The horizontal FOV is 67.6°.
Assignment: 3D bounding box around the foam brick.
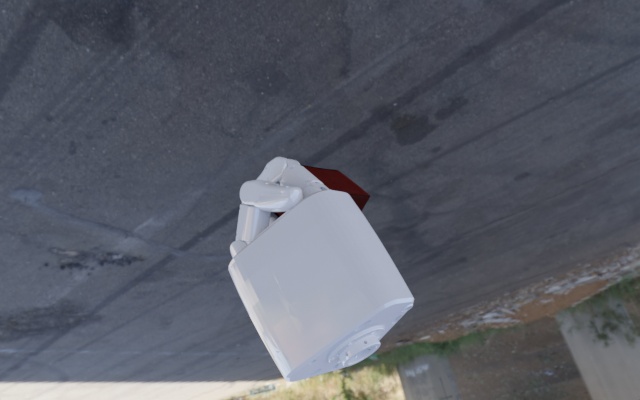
[{"bbox_3d":[0.000,0.001,0.462,0.051,0.053,0.078,39,21,31],"label":"foam brick"}]
